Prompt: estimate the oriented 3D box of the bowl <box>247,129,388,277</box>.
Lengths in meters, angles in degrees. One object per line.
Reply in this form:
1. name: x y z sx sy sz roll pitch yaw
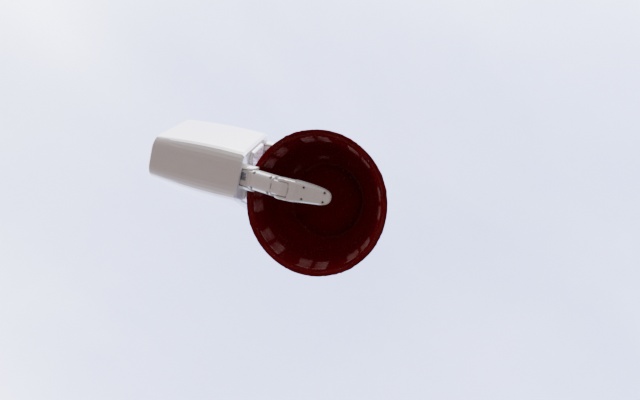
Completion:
1. bowl: 0.001 0.002 0.544 0.162 0.162 0.055 0 4 17
